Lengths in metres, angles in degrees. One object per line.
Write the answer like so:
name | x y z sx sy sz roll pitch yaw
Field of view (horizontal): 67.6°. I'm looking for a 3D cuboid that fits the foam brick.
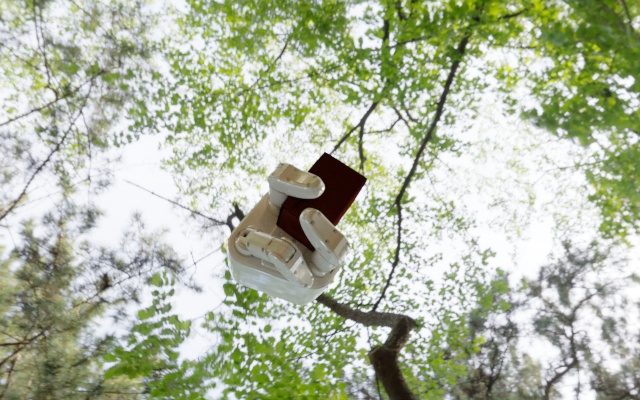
foam brick | 0.000 0.001 0.477 0.053 0.078 0.051 35 -25 6
